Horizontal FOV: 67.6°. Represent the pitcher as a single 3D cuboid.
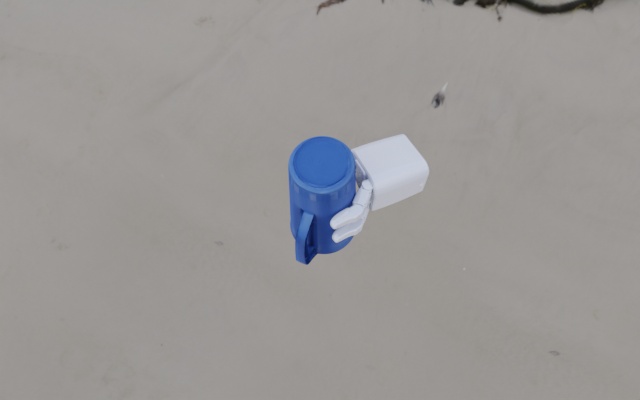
[{"bbox_3d":[0.000,0.003,0.854,0.145,0.149,0.243,-19,-26,-8],"label":"pitcher"}]
